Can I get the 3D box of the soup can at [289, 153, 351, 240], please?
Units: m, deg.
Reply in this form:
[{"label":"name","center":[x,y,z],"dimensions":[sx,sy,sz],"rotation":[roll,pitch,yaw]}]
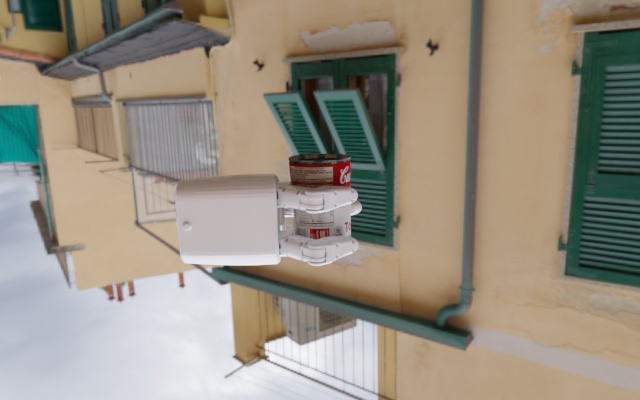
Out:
[{"label":"soup can","center":[0.001,0.002,0.534],"dimensions":[0.068,0.102,0.068],"rotation":[-1,12,0]}]
